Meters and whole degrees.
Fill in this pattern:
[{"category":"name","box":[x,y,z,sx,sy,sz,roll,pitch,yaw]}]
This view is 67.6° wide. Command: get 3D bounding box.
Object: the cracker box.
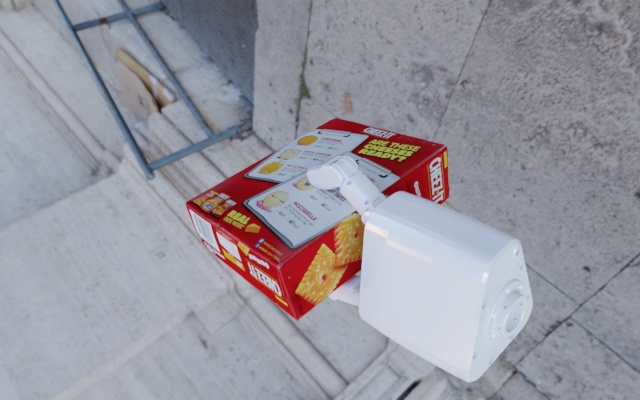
[{"category":"cracker box","box":[0.000,0.002,0.484,0.213,0.072,0.164,-33,37,-28]}]
